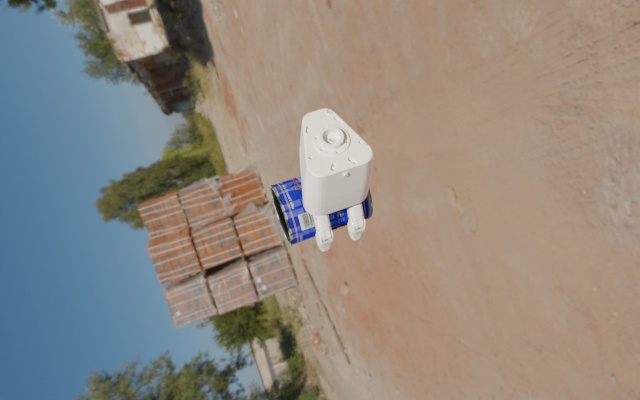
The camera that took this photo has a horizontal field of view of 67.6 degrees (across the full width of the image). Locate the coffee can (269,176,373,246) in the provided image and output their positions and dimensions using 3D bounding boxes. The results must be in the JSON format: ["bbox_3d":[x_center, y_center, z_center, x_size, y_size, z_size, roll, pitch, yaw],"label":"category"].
[{"bbox_3d":[0.000,0.003,0.776,0.140,0.103,0.103,-19,4,-12],"label":"coffee can"}]
